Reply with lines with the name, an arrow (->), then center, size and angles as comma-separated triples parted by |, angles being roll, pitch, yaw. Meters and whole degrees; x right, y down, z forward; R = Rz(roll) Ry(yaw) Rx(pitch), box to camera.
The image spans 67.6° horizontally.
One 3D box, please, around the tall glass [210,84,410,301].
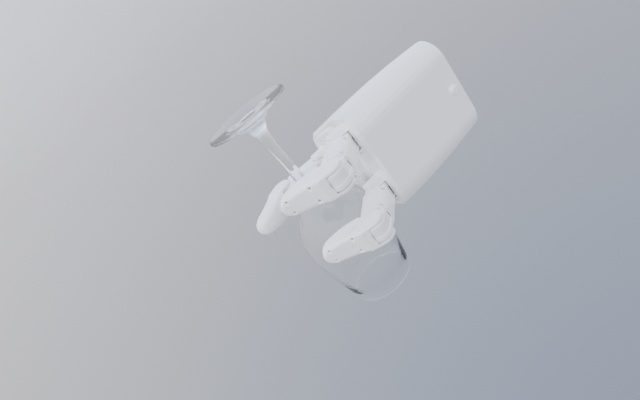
tall glass -> 0.000, 0.001, 0.416 | 0.079, 0.201, 0.079 | -32, 25, 17
